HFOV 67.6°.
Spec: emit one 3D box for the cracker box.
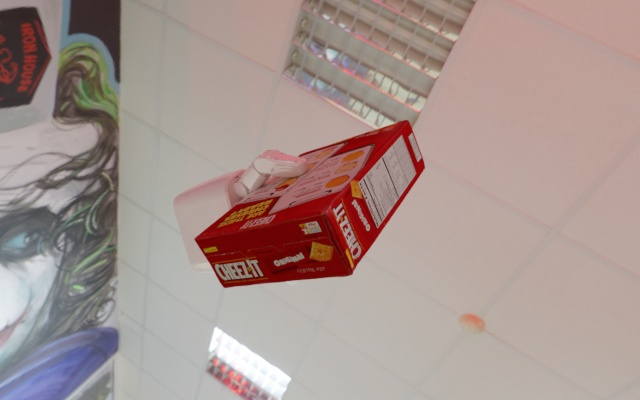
[{"bbox_3d":[0.000,0.001,0.510,0.164,0.072,0.213,-13,21,36],"label":"cracker box"}]
